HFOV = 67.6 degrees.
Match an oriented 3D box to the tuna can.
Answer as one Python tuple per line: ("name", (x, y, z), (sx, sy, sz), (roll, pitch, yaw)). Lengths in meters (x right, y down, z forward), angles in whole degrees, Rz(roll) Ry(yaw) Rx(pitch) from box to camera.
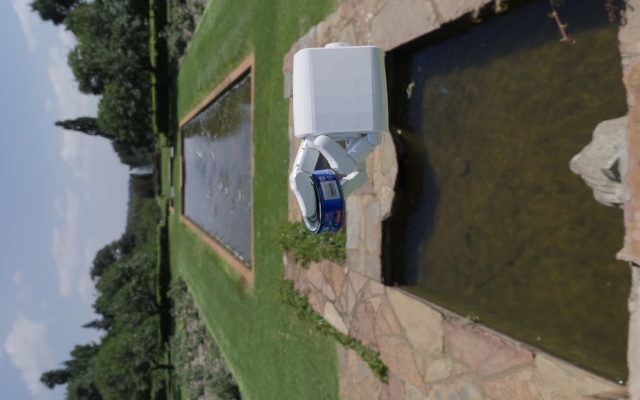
("tuna can", (0.000, 0.002, 0.639), (0.034, 0.086, 0.086), (-7, 2, -21))
